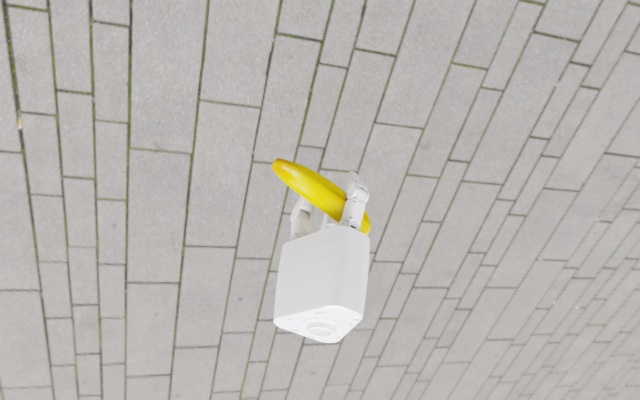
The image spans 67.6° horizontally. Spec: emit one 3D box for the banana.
[{"bbox_3d":[0.016,0.006,0.634,0.069,0.037,0.198,8,-23,42],"label":"banana"}]
